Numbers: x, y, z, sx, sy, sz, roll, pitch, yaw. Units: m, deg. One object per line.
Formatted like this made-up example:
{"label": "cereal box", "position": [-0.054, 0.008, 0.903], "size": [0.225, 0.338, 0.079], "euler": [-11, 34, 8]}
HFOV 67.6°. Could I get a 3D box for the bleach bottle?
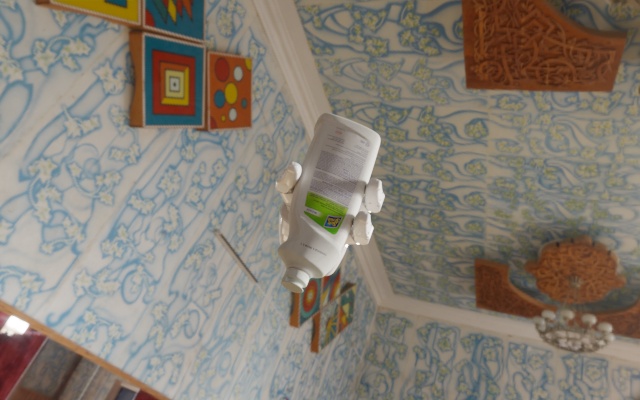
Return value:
{"label": "bleach bottle", "position": [0.000, 0.002, 0.639], "size": [0.102, 0.250, 0.068], "euler": [21, -30, 3]}
